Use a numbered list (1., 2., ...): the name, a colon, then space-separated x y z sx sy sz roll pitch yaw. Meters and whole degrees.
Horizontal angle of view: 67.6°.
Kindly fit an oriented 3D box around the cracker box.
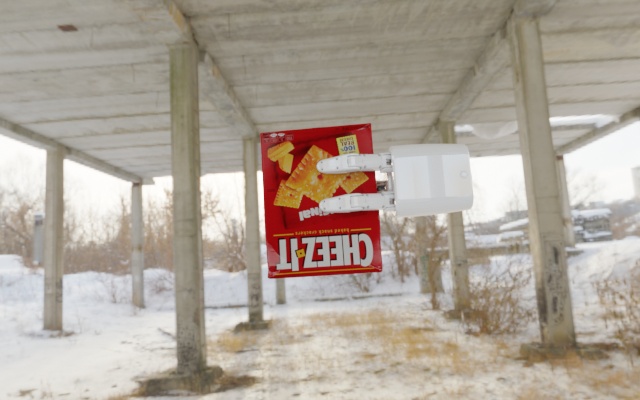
1. cracker box: 0.000 0.002 0.696 0.164 0.213 0.072 -4 -7 1
